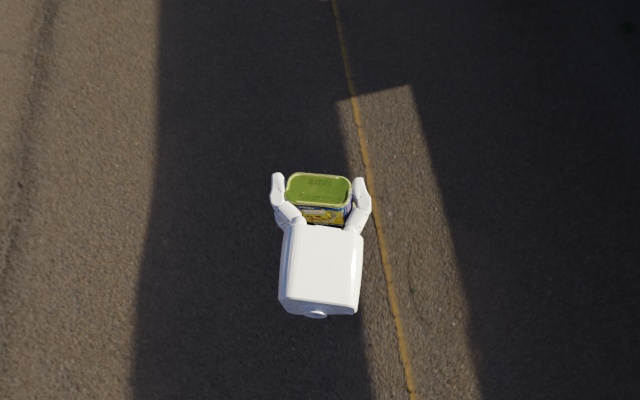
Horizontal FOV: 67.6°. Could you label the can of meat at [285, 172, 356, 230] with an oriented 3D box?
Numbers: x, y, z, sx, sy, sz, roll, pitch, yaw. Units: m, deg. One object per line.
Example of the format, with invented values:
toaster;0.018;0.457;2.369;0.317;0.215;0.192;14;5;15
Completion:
can of meat;0.000;0.002;0.726;0.102;0.057;0.084;5;-26;10
